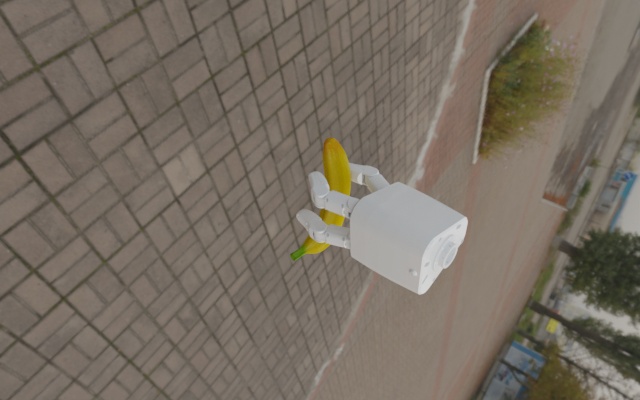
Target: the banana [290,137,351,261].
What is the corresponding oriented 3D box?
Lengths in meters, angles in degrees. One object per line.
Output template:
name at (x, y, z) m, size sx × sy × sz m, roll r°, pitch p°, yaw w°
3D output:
banana at (0.012, 0.003, 0.689) m, size 0.037 × 0.198 × 0.069 m, roll 33°, pitch 28°, yaw 35°
